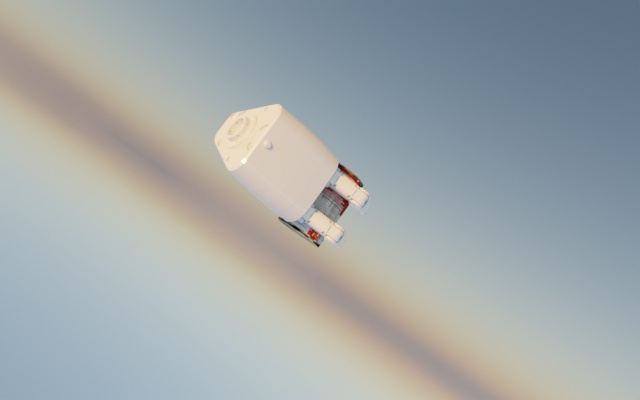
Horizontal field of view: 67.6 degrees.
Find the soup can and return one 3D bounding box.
[{"bbox_3d":[0.000,0.003,0.628,0.068,0.102,0.068,35,-8,6],"label":"soup can"}]
